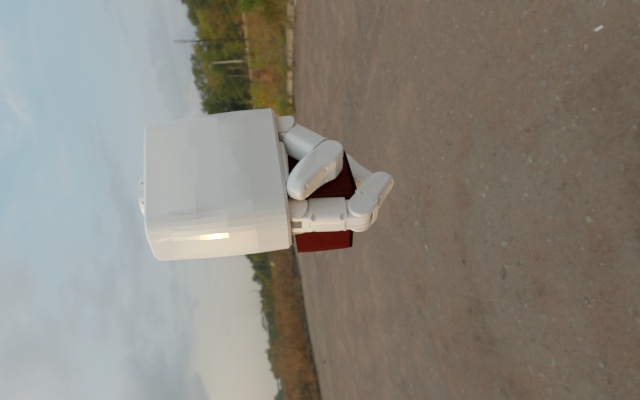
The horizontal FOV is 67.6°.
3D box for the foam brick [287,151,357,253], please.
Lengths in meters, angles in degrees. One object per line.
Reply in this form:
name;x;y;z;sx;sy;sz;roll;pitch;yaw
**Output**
foam brick;0.000;0.002;0.422;0.051;0.053;0.078;-7;-43;-7
